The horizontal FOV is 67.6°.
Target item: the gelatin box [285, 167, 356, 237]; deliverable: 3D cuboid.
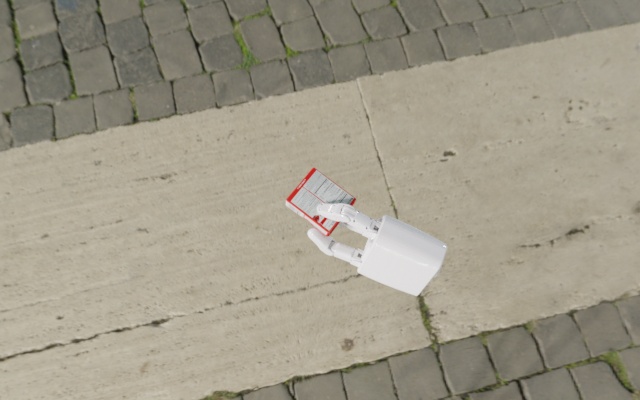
[{"bbox_3d":[0.000,0.002,0.761,0.089,0.073,0.030,37,-18,5],"label":"gelatin box"}]
